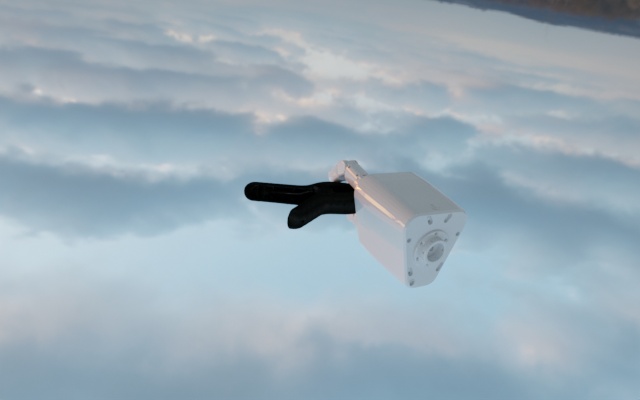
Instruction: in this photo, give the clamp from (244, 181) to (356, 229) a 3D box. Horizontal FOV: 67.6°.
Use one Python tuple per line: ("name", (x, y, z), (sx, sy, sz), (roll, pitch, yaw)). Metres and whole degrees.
("clamp", (0.000, 0.003, 0.613), (0.171, 0.039, 0.120), (-5, 28, -27))
